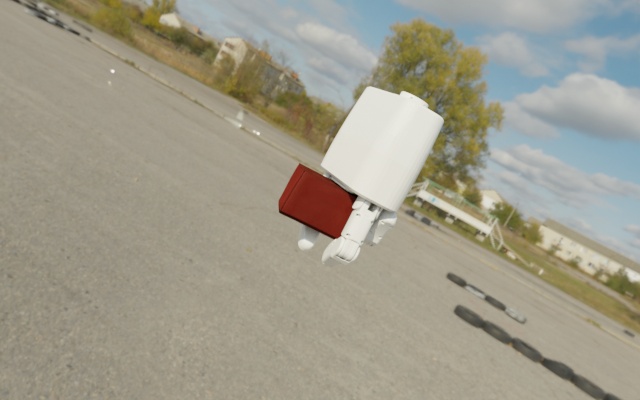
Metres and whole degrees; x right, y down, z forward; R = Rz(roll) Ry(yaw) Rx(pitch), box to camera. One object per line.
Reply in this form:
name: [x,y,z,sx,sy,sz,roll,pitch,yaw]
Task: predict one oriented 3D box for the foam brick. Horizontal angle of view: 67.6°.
foam brick: [0.000,0.002,0.513,0.078,0.051,0.053,27,9,-13]
